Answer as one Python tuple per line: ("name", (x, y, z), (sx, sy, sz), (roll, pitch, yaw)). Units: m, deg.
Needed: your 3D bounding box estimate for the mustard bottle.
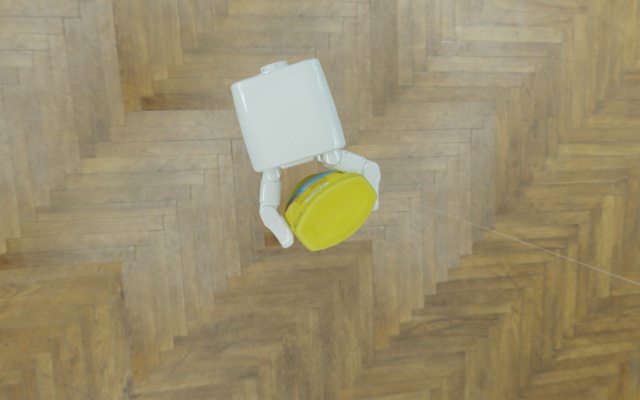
("mustard bottle", (0.000, 0.002, 0.586), (0.096, 0.058, 0.191), (-42, 13, -3))
